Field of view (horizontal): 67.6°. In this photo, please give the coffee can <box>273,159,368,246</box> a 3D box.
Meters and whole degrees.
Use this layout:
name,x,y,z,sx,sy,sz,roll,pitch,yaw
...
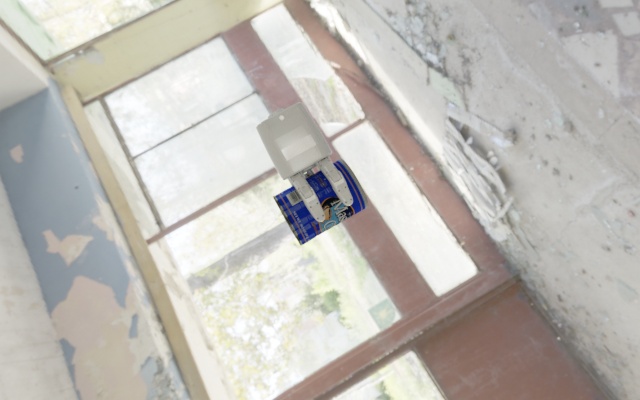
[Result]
name,x,y,z,sx,sy,sz,roll,pitch,yaw
coffee can,0.000,0.003,0.858,0.140,0.103,0.103,-30,3,-6
